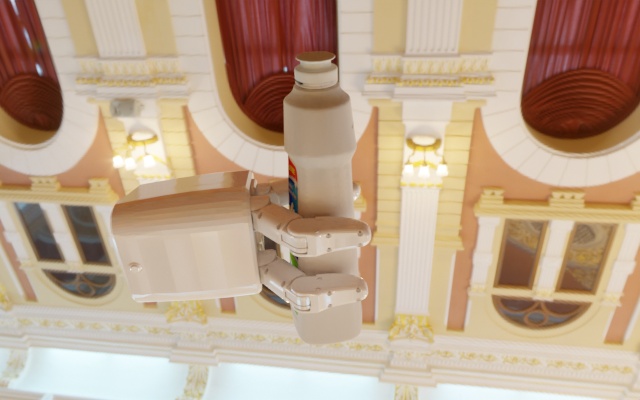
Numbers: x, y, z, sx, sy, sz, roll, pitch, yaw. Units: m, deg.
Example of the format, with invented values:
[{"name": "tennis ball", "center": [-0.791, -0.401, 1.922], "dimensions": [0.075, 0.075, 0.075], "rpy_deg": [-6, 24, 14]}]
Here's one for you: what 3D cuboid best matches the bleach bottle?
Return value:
[{"name": "bleach bottle", "center": [0.000, 0.001, 0.408], "dimensions": [0.068, 0.251, 0.102], "rpy_deg": [-6, 31, -6]}]
